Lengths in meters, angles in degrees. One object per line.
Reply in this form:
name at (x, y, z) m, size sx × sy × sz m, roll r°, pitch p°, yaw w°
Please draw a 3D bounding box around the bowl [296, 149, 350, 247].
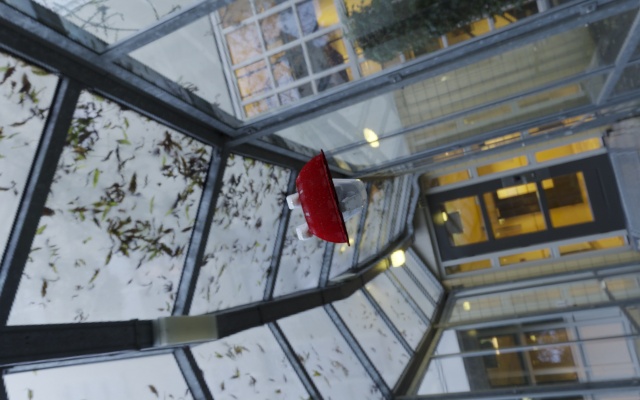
bowl at (0.000, 0.002, 0.760) m, size 0.055 × 0.162 × 0.162 m, roll -16°, pitch -1°, yaw 3°
